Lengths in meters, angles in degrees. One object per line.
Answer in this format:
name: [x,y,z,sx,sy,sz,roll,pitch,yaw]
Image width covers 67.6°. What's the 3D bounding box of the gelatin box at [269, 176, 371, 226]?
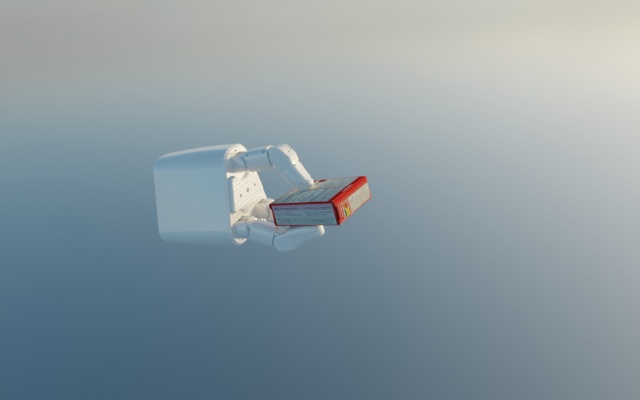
gelatin box: [0.000,0.001,0.526,0.089,0.030,0.073,-4,20,36]
